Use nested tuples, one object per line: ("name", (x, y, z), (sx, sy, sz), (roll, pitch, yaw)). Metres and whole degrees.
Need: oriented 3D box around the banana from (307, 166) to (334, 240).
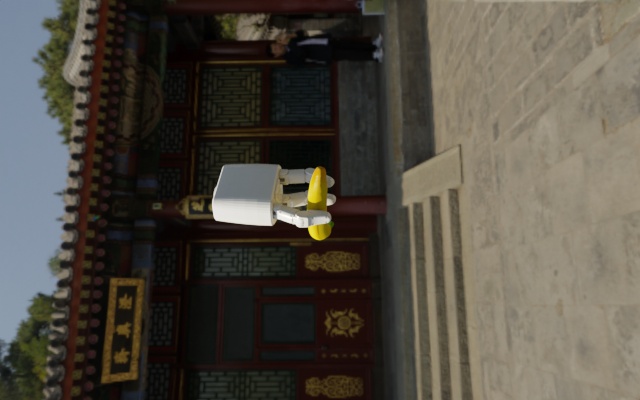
("banana", (-0.003, 0.020, 0.863), (0.037, 0.069, 0.198), (6, -31, 9))
